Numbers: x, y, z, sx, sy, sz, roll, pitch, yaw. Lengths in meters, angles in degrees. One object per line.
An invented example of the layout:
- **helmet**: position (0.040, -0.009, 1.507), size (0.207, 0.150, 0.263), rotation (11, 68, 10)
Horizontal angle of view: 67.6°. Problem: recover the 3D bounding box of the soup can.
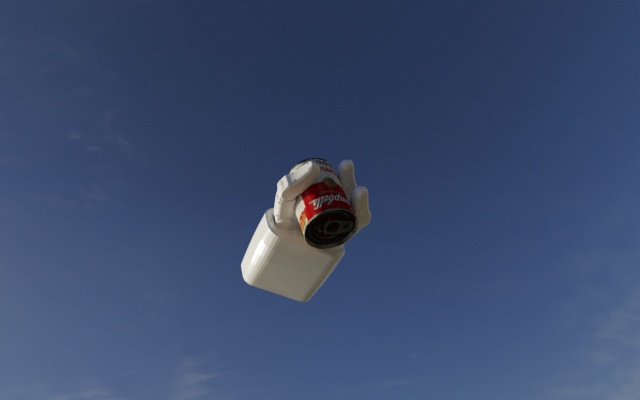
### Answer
- **soup can**: position (0.000, 0.001, 0.608), size (0.068, 0.068, 0.102), rotation (0, 42, -20)
